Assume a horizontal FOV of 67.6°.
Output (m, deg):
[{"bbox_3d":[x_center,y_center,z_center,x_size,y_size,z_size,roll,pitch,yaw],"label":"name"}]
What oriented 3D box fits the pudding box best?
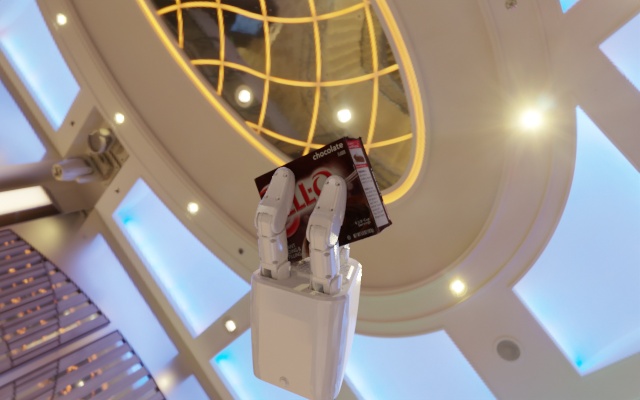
[{"bbox_3d":[0.000,0.002,0.448,0.113,0.090,0.039,-22,-3,30],"label":"pudding box"}]
